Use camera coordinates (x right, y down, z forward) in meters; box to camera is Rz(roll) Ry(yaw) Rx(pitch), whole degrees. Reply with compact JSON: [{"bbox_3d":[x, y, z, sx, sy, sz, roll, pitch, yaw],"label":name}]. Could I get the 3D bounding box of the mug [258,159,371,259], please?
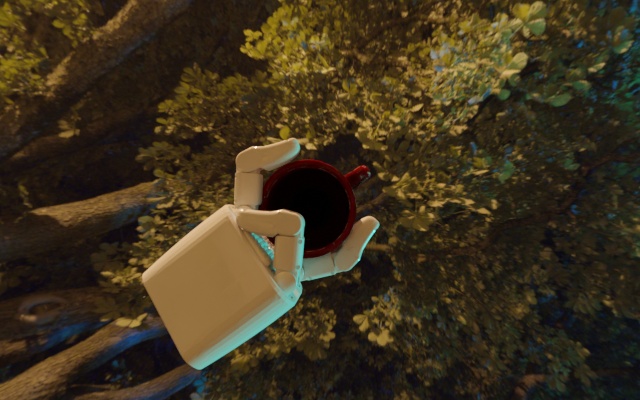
[{"bbox_3d":[0.001,0.001,0.486,0.117,0.093,0.081,-37,-4,3],"label":"mug"}]
